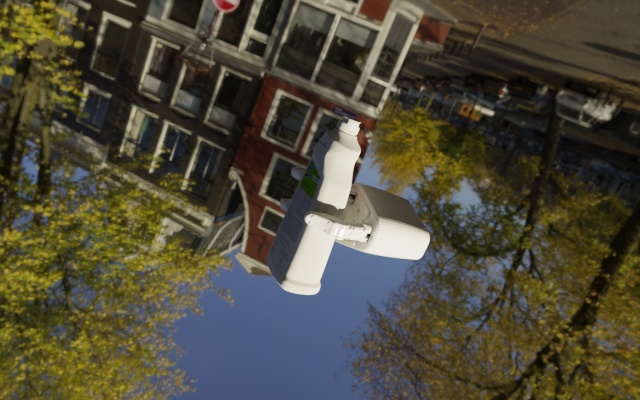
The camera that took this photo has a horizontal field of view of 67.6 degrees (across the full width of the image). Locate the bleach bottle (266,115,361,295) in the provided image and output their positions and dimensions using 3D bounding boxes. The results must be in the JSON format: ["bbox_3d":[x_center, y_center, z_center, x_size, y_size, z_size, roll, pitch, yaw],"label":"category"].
[{"bbox_3d":[0.000,0.002,0.684,0.068,0.251,0.102,13,18,-32],"label":"bleach bottle"}]
